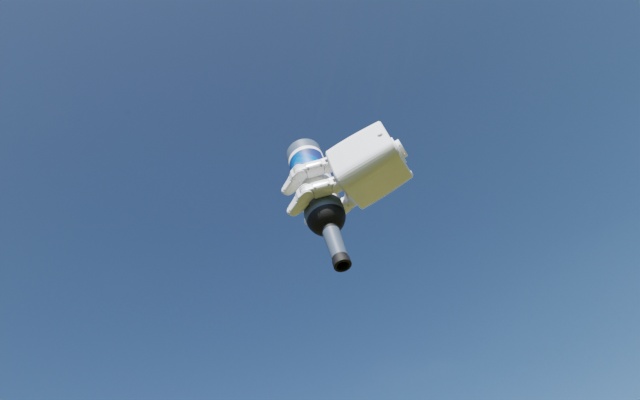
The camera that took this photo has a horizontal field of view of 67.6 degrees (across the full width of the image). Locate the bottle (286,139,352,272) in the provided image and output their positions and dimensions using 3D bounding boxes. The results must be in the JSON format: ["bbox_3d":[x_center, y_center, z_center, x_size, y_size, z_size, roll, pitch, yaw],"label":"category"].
[{"bbox_3d":[0.000,0.003,0.806,0.069,0.069,0.295,0,39,-17],"label":"bottle"}]
